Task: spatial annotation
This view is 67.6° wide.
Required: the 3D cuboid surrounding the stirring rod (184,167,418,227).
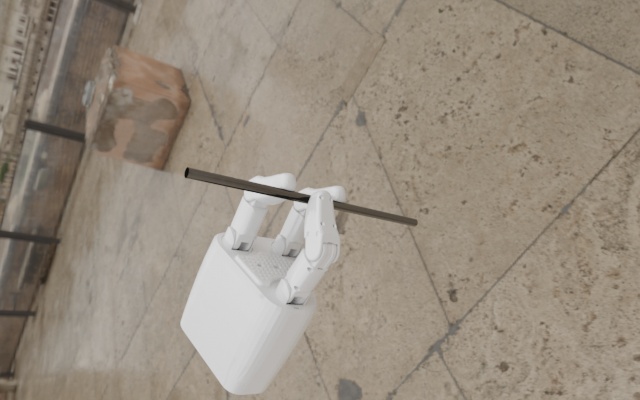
[{"bbox_3d":[0.000,0.001,0.408,0.239,0.011,0.011,13,-8,-36],"label":"stirring rod"}]
